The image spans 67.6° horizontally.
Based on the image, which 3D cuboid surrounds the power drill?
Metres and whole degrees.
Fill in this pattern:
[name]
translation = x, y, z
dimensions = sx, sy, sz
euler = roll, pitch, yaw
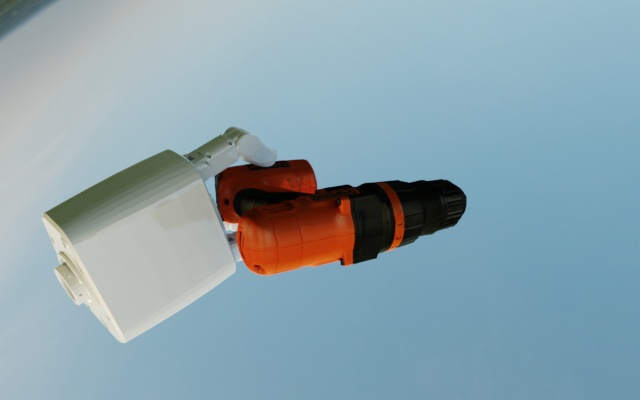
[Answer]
[power drill]
translation = 0.000, 0.001, 0.405
dimensions = 0.184, 0.057, 0.187
euler = -8, 12, -26
